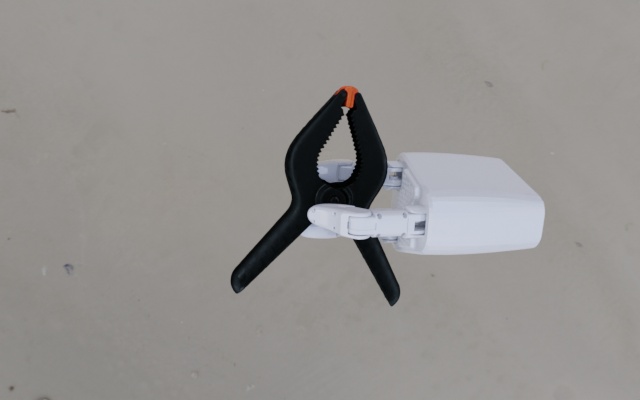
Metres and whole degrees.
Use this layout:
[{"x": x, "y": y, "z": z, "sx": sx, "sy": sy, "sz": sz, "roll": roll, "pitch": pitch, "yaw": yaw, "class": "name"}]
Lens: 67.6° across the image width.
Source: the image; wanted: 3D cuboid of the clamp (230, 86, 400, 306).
[{"x": 0.000, "y": 0.001, "z": 0.439, "sx": 0.164, "sy": 0.210, "sz": 0.036, "roll": 0, "pitch": 13, "yaw": -10, "class": "clamp"}]
